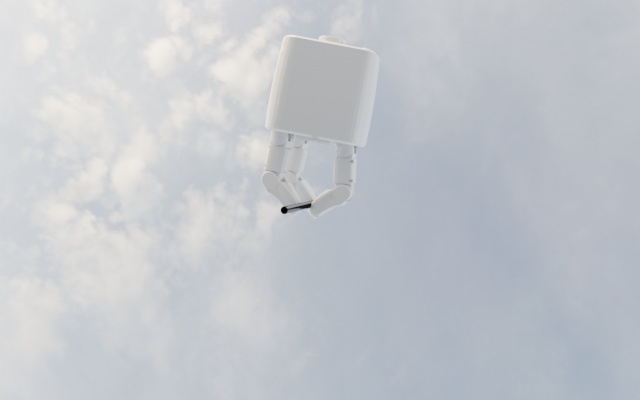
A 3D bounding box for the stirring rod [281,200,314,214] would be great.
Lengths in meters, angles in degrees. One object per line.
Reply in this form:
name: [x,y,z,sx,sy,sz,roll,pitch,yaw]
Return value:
stirring rod: [0.000,0.002,0.606,0.011,0.011,0.239,0,4,18]
